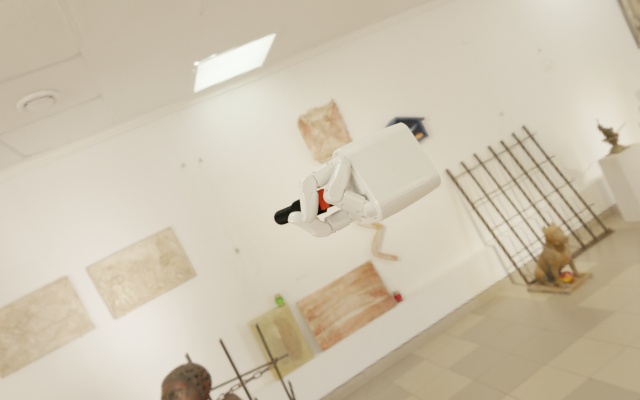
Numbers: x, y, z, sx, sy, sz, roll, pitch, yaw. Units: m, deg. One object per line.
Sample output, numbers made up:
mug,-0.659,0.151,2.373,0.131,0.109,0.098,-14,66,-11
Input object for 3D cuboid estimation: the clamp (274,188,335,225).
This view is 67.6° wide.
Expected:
clamp,0.000,0.002,0.718,0.120,0.039,0.171,-26,2,-18
